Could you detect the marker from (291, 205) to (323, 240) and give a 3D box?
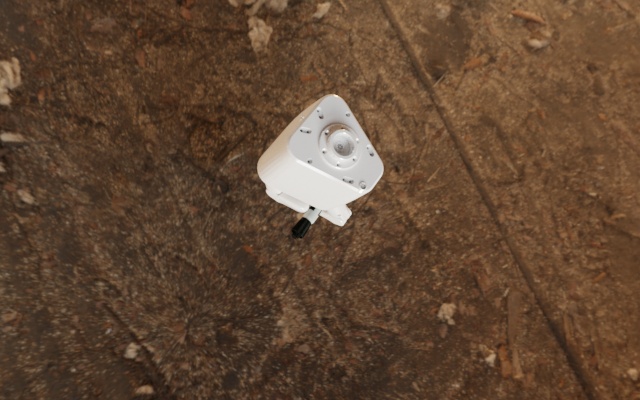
[{"bbox_3d":[0.000,0.002,0.631,0.020,0.121,0.020,31,-22,14],"label":"marker"}]
